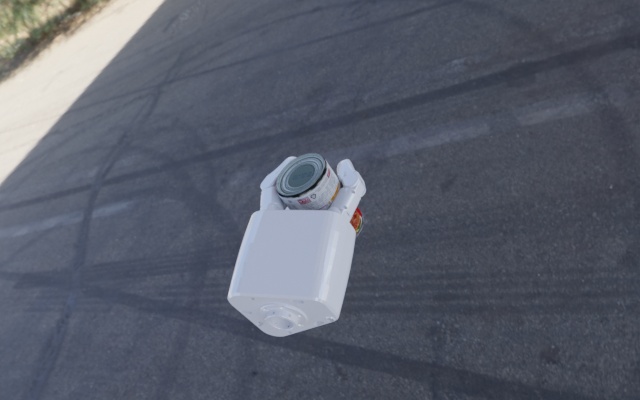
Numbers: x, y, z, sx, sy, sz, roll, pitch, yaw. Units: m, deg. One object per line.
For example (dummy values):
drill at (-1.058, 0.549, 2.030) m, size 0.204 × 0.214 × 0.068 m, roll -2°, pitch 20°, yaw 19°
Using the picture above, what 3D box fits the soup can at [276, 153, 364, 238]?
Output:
soup can at (0.000, 0.001, 0.570) m, size 0.068 × 0.068 × 0.102 m, roll 0°, pitch -39°, yaw 37°
